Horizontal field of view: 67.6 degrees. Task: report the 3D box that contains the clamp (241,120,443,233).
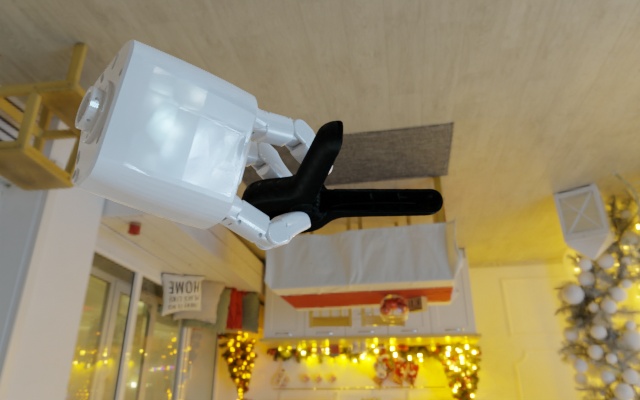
[{"bbox_3d":[-0.001,0.002,0.463,0.164,0.036,0.210,24,-32,-36],"label":"clamp"}]
